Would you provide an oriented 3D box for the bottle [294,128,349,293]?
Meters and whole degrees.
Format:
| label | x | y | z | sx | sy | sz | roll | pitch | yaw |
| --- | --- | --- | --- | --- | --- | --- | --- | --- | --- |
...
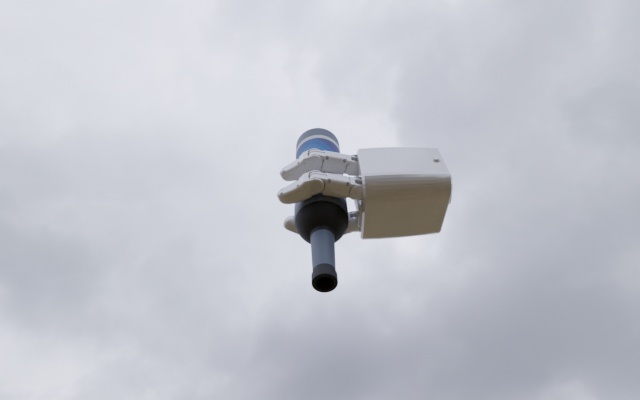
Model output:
| label | x | y | z | sx | sy | sz | roll | pitch | yaw |
| --- | --- | --- | --- | --- | --- | --- | --- | --- | --- |
| bottle | 0.000 | 0.002 | 0.612 | 0.069 | 0.069 | 0.295 | 0 | 35 | -2 |
